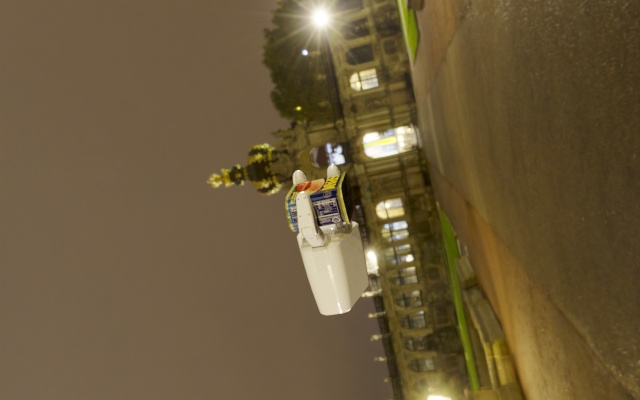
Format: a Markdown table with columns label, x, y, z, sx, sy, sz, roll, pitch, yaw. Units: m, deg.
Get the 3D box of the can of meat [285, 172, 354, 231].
| label | x | y | z | sx | sy | sz | roll | pitch | yaw |
| --- | --- | --- | --- | --- | --- | --- | --- | --- | --- |
| can of meat | 0.000 | 0.002 | 0.695 | 0.084 | 0.057 | 0.102 | -11 | 16 | 12 |
